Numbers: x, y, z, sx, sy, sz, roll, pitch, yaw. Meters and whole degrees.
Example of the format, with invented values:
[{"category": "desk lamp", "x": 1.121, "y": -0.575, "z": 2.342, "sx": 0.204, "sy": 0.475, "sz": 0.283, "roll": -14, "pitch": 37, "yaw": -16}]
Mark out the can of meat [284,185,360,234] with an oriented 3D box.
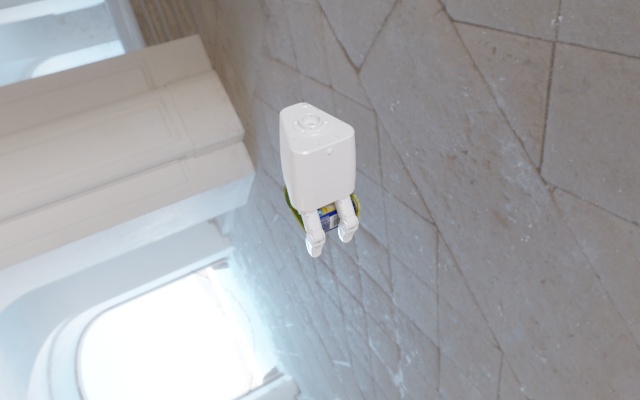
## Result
[{"category": "can of meat", "x": 0.000, "y": 0.003, "z": 0.755, "sx": 0.084, "sy": 0.102, "sz": 0.057, "roll": -23, "pitch": -36, "yaw": -20}]
